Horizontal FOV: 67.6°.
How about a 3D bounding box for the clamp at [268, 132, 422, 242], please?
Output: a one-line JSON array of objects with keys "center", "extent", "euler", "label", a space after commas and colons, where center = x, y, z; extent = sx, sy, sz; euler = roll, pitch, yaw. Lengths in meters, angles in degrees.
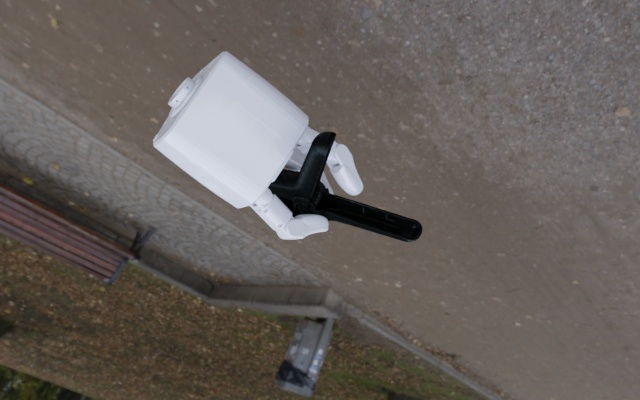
[{"center": [-0.001, 0.002, 0.536], "extent": [0.165, 0.036, 0.210], "euler": [40, -29, -25], "label": "clamp"}]
